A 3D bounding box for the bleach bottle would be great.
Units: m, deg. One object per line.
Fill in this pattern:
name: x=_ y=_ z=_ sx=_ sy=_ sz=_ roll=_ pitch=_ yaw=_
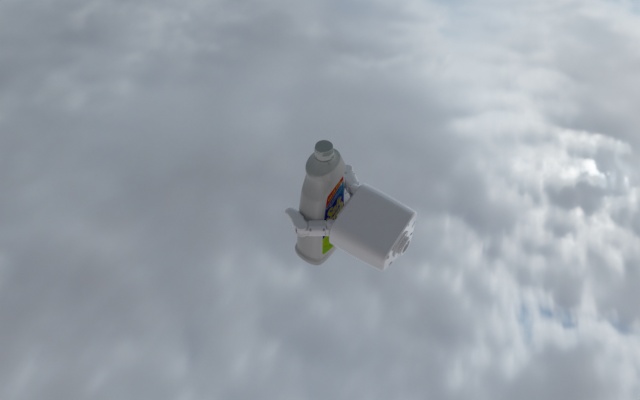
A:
bleach bottle: x=0.000 y=0.003 z=0.828 sx=0.068 sy=0.251 sz=0.102 roll=30 pitch=56 yaw=23
